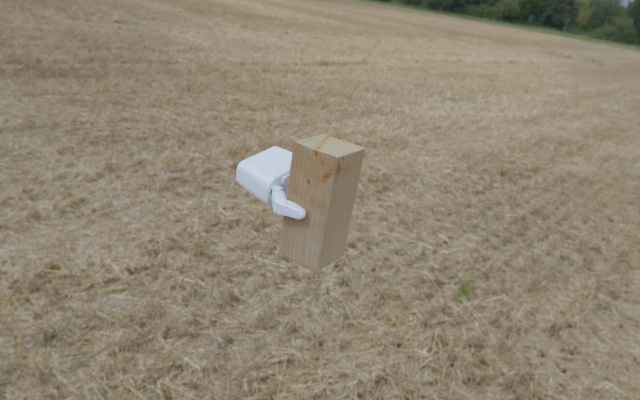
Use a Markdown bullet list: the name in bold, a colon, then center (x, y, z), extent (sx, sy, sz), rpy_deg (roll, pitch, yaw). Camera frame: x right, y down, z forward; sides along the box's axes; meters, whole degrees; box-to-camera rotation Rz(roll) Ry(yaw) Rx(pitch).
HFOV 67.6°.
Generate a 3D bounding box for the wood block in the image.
- **wood block**: center (0.000, 0.002, 0.821), extent (0.090, 0.206, 0.091), rpy_deg (23, 27, 29)
